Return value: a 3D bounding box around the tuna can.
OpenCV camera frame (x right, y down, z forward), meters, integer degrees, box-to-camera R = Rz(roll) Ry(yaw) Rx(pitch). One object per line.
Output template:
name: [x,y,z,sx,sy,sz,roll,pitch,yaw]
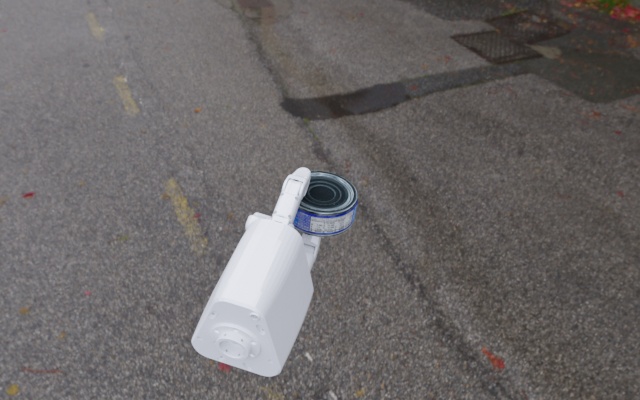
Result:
tuna can: [0.000,0.001,0.557,0.086,0.034,0.086,5,37,-4]
